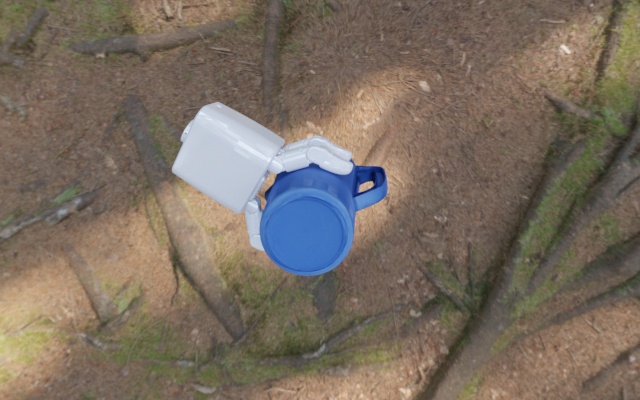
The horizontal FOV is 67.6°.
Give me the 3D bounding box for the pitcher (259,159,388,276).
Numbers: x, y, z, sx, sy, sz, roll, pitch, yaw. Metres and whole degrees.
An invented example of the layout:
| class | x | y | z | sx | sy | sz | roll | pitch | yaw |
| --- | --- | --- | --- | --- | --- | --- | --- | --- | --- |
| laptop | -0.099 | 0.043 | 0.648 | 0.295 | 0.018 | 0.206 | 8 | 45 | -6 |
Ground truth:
| class | x | y | z | sx | sy | sz | roll | pitch | yaw |
| --- | --- | --- | --- | --- | --- | --- | --- | --- | --- |
| pitcher | 0.000 | 0.002 | 0.644 | 0.145 | 0.149 | 0.242 | 33 | 15 | -7 |
